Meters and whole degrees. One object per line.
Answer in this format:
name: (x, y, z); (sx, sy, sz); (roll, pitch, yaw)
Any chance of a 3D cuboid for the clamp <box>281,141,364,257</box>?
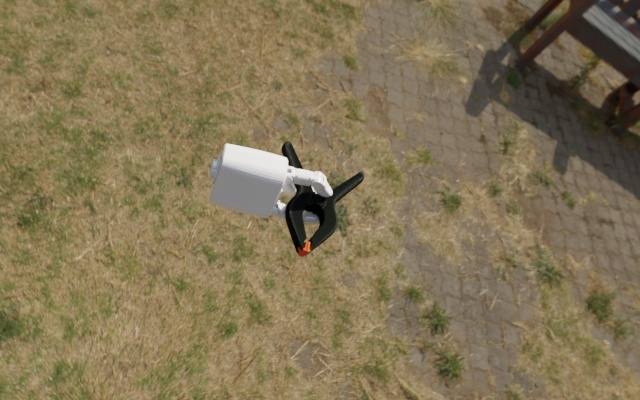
clamp: (0.000, 0.003, 0.842); (0.164, 0.209, 0.036); (14, -31, -17)
